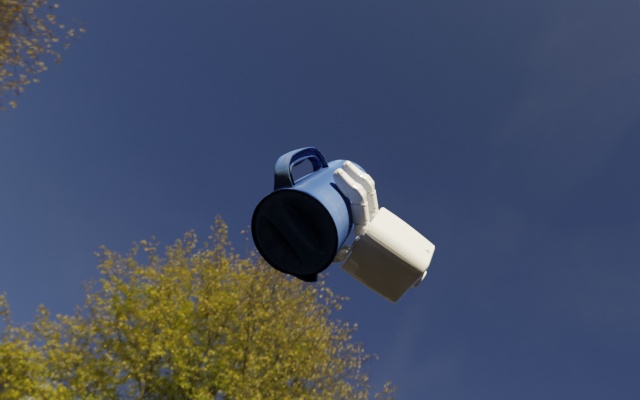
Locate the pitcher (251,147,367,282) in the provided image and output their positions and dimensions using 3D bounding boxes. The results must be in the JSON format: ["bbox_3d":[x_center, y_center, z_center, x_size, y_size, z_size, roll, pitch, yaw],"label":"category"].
[{"bbox_3d":[0.000,0.003,0.762,0.145,0.149,0.242,35,27,7],"label":"pitcher"}]
